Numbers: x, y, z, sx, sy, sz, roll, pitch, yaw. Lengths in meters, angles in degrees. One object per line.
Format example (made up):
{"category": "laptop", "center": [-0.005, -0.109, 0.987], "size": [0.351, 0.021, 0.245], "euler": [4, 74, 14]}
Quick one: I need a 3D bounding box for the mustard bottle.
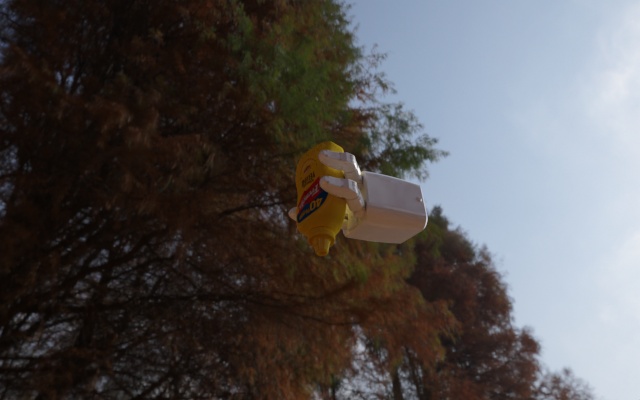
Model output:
{"category": "mustard bottle", "center": [0.000, 0.002, 0.751], "size": [0.058, 0.191, 0.096], "euler": [27, -47, -31]}
